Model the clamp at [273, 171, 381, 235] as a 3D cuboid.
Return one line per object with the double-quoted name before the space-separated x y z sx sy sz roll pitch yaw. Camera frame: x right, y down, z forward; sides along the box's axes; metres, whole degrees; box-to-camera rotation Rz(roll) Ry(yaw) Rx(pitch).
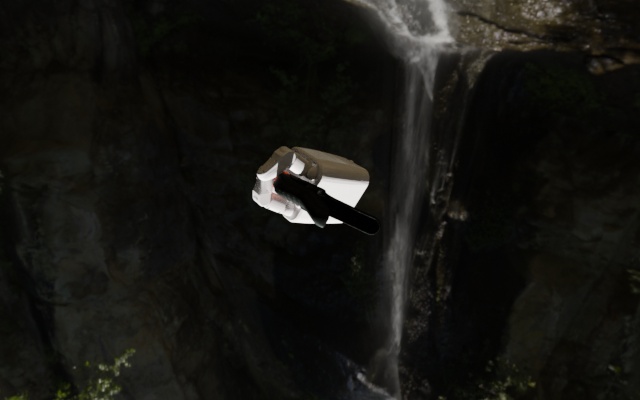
"clamp" 0.000 0.003 0.654 0.120 0.039 0.171 22 10 -40
